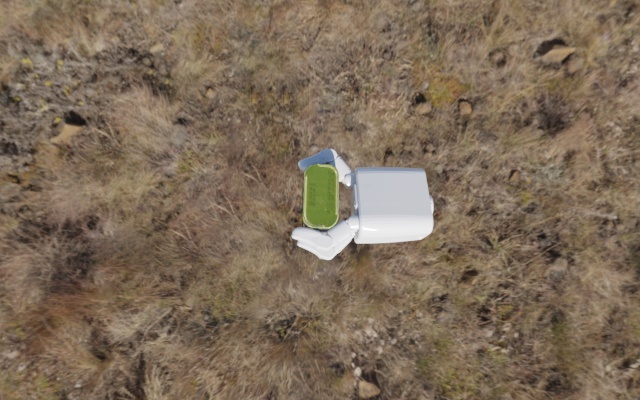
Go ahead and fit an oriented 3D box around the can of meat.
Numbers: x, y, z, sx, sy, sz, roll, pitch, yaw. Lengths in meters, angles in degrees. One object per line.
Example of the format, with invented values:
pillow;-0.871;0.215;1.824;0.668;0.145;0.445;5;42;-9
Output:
can of meat;0.000;0.002;0.723;0.057;0.102;0.084;1;-14;-1
